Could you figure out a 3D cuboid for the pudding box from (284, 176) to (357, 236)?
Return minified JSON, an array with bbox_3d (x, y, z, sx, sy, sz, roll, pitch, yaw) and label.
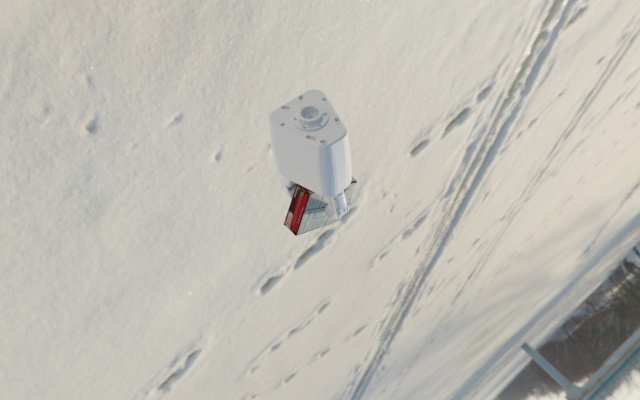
[{"bbox_3d":[0.000,0.003,0.788,0.113,0.090,0.039,-14,47,-41],"label":"pudding box"}]
